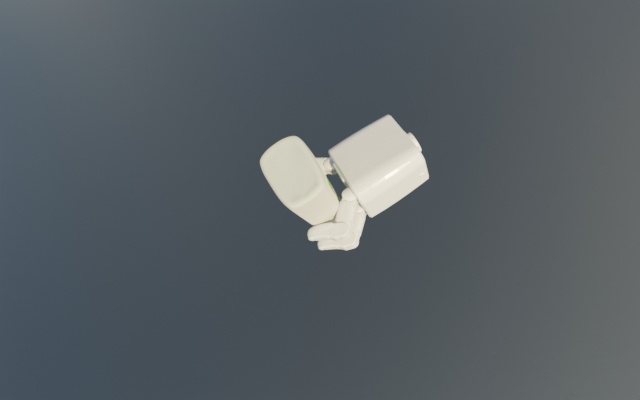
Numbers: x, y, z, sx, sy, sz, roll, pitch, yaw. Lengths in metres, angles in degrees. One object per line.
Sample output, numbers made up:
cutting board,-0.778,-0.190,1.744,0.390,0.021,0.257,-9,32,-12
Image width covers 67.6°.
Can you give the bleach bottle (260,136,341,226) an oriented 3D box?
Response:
bleach bottle,0.000,0.002,0.717,0.068,0.102,0.251,-34,-25,4
